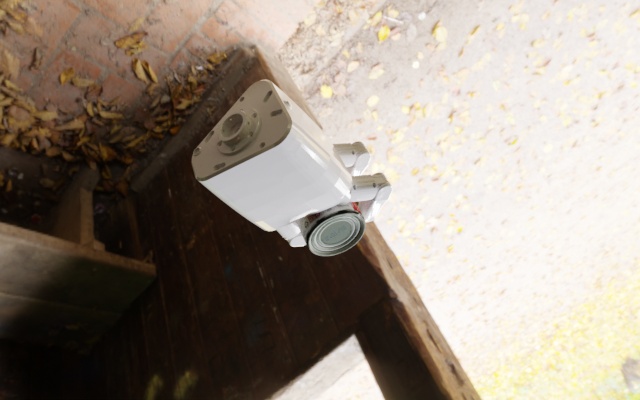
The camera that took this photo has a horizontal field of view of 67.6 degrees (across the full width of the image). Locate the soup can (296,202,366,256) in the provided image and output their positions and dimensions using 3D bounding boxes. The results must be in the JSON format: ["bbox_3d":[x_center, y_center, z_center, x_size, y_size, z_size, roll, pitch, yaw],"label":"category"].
[{"bbox_3d":[0.000,0.002,0.526,0.068,0.068,0.102,0,43,-28],"label":"soup can"}]
